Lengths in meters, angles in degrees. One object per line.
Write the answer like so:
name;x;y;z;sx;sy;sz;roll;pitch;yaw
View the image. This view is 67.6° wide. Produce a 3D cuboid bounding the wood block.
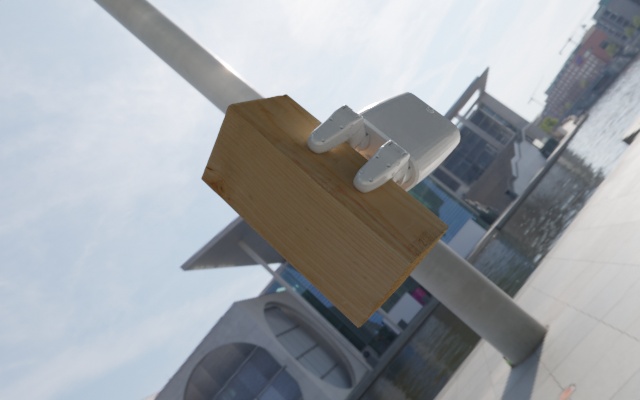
wood block;0.000;0.001;0.445;0.206;0.091;0.090;41;36;16
